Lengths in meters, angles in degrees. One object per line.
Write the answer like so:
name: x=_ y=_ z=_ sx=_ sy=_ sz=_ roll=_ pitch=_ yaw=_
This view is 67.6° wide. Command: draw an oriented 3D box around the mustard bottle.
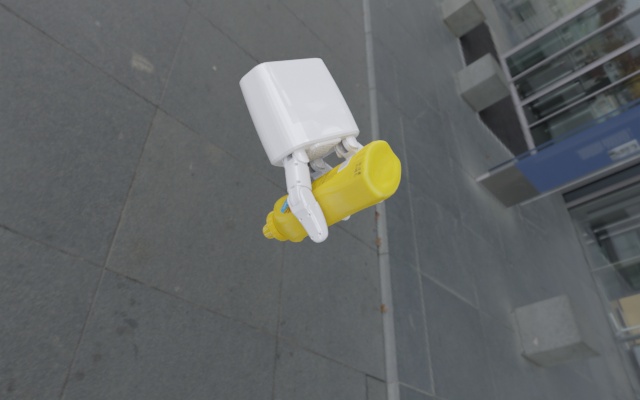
mustard bottle: x=0.000 y=0.002 z=0.565 sx=0.192 sy=0.058 sz=0.096 roll=-29 pitch=16 yaw=34
